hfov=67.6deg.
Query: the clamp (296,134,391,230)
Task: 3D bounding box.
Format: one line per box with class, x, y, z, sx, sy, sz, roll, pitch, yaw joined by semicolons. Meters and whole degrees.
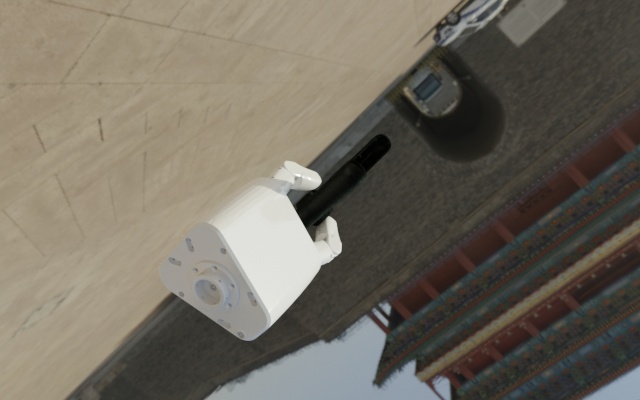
clamp;0.000;0.003;0.564;0.210;0.036;0.164;-43;0;31
